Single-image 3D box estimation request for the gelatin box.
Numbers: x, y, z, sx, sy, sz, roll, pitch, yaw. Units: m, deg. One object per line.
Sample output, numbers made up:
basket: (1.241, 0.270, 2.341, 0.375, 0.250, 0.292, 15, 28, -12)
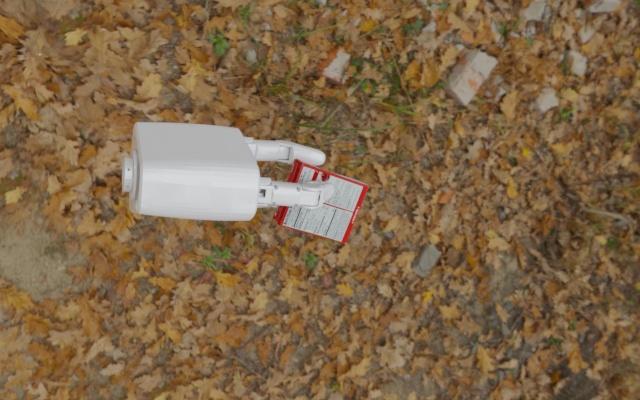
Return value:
gelatin box: (0.001, 0.002, 0.537, 0.089, 0.073, 0.030, 17, 8, -24)
